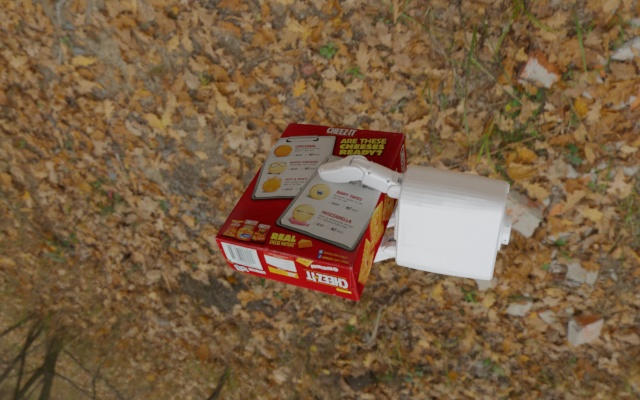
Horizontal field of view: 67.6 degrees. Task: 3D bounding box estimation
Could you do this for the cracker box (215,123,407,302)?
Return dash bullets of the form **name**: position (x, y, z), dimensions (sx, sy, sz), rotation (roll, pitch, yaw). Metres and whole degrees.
- **cracker box**: position (0.000, 0.002, 0.579), dimensions (0.164, 0.213, 0.072), rotation (9, -41, 21)
